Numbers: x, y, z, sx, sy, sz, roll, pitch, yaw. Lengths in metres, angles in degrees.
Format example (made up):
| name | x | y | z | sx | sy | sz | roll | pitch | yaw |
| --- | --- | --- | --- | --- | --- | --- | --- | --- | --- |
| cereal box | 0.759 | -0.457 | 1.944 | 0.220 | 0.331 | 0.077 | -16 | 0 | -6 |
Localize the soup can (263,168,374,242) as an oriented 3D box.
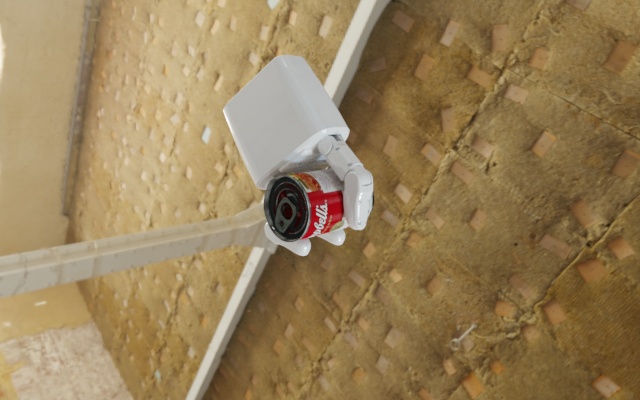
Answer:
| name | x | y | z | sx | sy | sz | roll | pitch | yaw |
| --- | --- | --- | --- | --- | --- | --- | --- | --- | --- |
| soup can | 0.001 | 0.002 | 0.506 | 0.068 | 0.068 | 0.102 | 0 | 7 | 45 |
